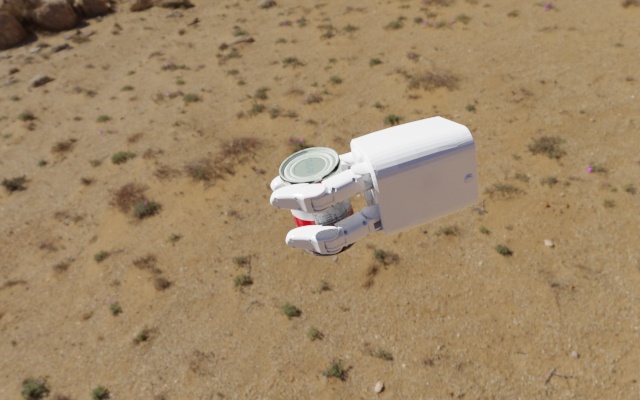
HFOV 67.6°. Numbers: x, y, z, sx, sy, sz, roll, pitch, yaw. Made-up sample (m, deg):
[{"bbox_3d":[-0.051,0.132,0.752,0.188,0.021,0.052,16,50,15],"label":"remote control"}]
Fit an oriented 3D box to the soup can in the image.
[{"bbox_3d":[0.000,0.002,0.523,0.068,0.102,0.068,-11,36,8],"label":"soup can"}]
